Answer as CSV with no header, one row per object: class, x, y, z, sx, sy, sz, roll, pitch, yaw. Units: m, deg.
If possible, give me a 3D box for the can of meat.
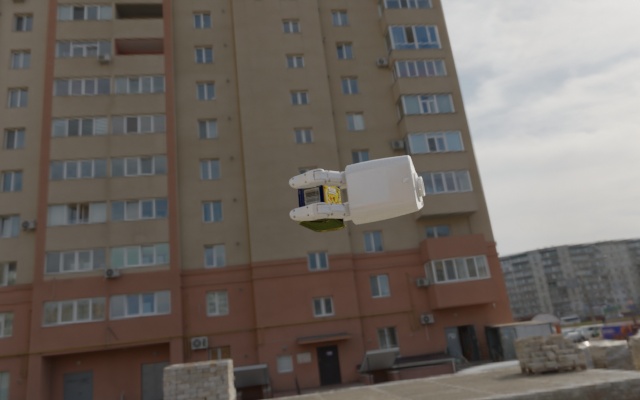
can of meat,0.000,0.002,0.818,0.057,0.084,0.102,-12,-17,21
